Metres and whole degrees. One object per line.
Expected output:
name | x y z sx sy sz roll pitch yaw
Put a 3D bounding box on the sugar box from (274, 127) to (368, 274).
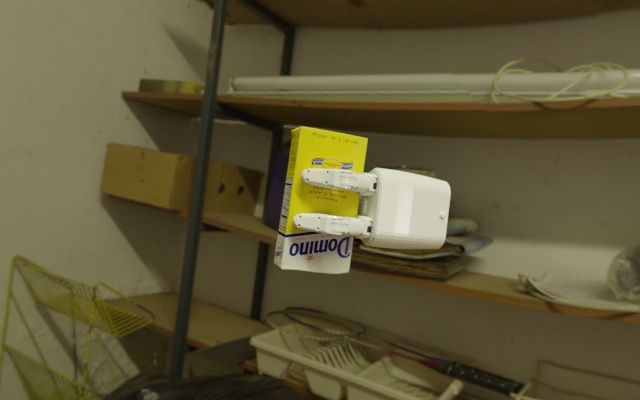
sugar box | 0.000 0.002 0.605 0.093 0.176 0.048 7 -1 -19
